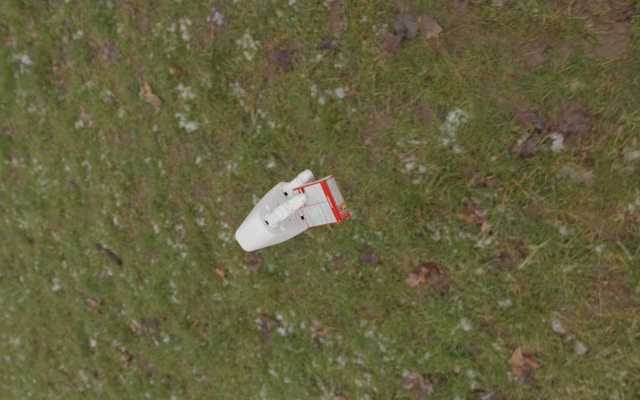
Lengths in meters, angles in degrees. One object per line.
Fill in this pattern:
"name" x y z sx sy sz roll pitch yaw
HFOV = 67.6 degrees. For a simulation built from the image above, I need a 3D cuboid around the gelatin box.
"gelatin box" 0.000 0.003 0.795 0.030 0.073 0.089 -29 10 -38
